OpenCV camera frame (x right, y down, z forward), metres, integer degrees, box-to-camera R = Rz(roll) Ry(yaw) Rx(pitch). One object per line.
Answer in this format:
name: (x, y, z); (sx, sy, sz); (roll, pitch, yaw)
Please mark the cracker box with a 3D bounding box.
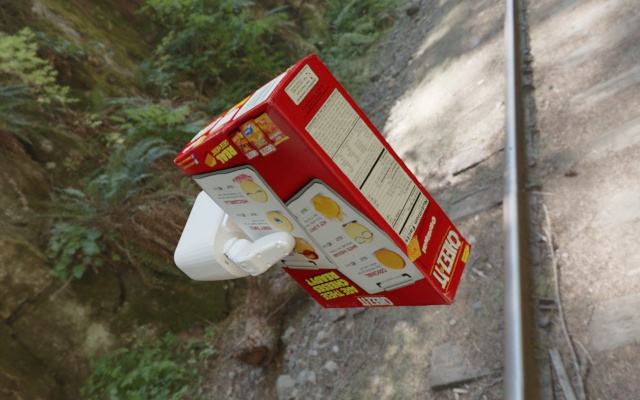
cracker box: (0.000, 0.001, 0.413); (0.214, 0.072, 0.164); (47, -35, -20)
